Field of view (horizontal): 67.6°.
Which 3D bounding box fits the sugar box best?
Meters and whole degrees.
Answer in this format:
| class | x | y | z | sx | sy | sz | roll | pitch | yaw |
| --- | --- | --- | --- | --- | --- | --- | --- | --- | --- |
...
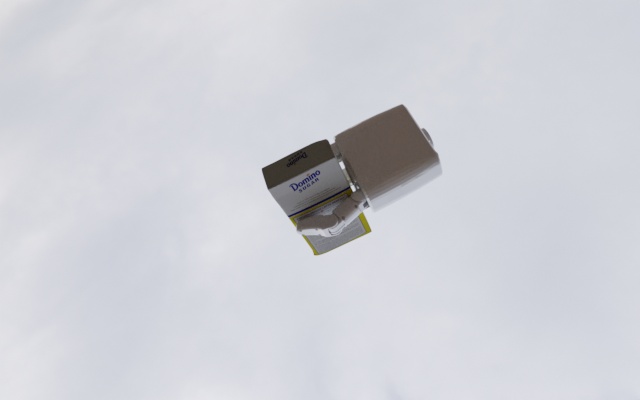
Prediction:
| class | x | y | z | sx | sy | sz | roll | pitch | yaw |
| --- | --- | --- | --- | --- | --- | --- | --- | --- | --- |
| sugar box | 0.000 | 0.002 | 0.643 | 0.093 | 0.048 | 0.176 | -25 | -42 | 4 |
